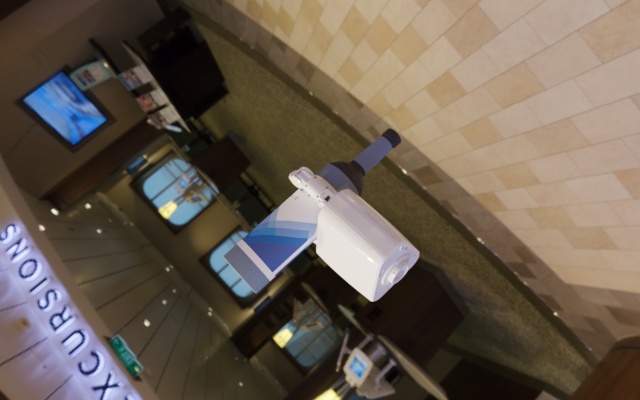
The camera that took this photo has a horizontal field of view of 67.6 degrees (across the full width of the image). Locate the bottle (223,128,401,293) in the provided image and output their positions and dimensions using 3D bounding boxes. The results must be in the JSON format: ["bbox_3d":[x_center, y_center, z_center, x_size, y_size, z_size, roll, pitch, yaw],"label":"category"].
[{"bbox_3d":[0.000,0.002,0.660,0.295,0.069,0.069,-42,10,-12],"label":"bottle"}]
